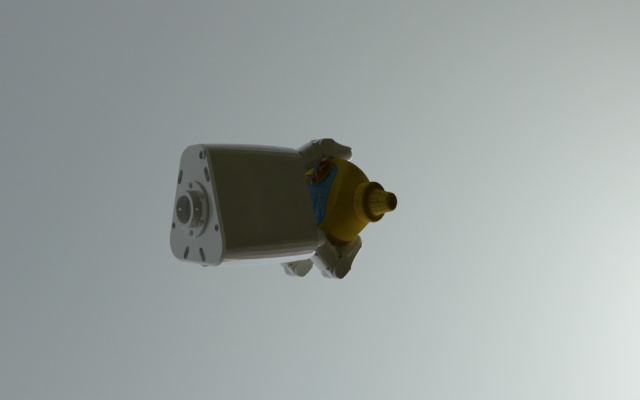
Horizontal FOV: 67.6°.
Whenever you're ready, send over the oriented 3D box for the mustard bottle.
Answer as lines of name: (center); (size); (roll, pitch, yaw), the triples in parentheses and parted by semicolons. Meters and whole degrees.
mustard bottle: (0.000, 0.002, 0.522); (0.191, 0.096, 0.058); (-1, -25, 45)
